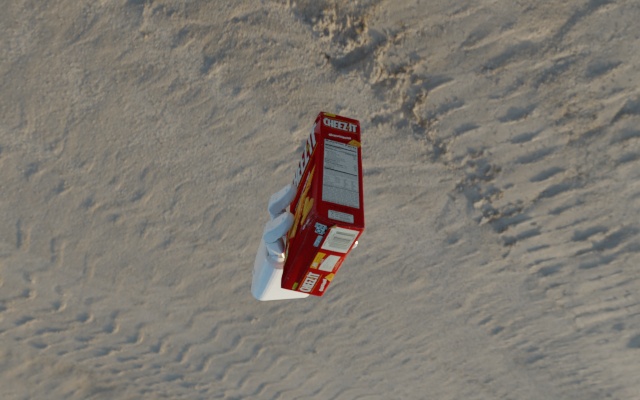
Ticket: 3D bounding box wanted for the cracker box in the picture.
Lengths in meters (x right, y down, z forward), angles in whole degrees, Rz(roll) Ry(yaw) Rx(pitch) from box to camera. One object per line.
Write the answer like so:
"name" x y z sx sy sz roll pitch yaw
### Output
"cracker box" 0.000 0.002 0.688 0.072 0.213 0.164 14 -45 -12
